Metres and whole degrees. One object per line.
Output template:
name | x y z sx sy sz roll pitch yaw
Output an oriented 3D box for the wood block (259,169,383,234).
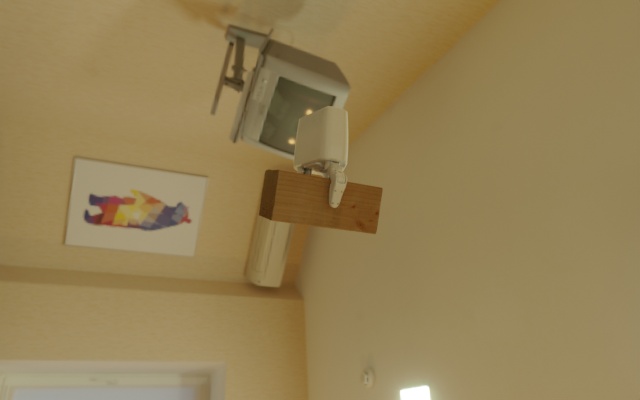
wood block | 0.000 0.003 0.893 0.206 0.090 0.091 8 0 -22
